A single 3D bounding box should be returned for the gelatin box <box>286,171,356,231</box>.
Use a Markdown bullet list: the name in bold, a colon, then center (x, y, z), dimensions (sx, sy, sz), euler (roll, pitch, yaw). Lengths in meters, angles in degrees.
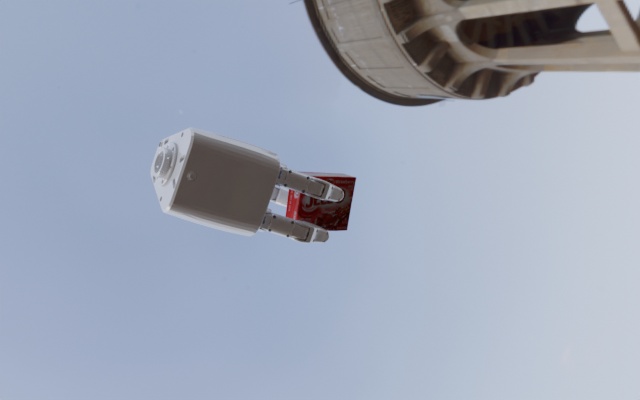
- **gelatin box**: center (0.000, 0.002, 0.610), dimensions (0.089, 0.073, 0.030), euler (0, 14, -39)
